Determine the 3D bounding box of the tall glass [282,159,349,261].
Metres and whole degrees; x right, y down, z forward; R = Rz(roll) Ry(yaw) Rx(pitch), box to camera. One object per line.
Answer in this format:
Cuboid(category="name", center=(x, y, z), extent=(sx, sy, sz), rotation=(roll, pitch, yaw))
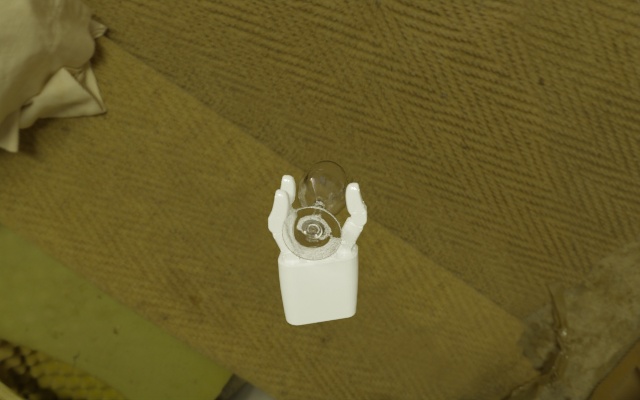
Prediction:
Cuboid(category="tall glass", center=(0.000, 0.002, 0.671), extent=(0.079, 0.079, 0.201), rotation=(0, 24, 7))
